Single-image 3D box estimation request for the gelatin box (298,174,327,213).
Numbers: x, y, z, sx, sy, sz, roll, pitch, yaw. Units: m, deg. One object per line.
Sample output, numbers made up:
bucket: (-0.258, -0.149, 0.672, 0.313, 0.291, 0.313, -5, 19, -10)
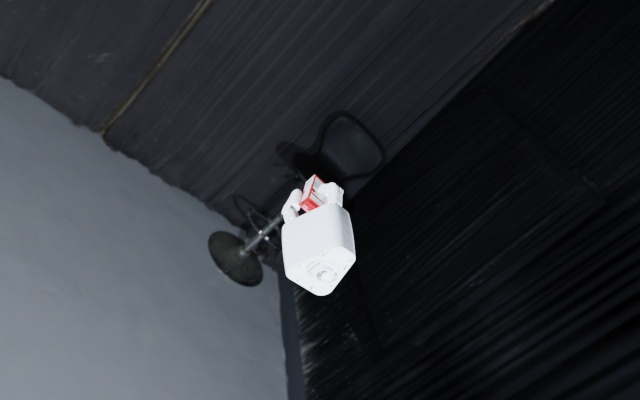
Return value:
gelatin box: (0.000, 0.002, 0.891, 0.030, 0.073, 0.089, -39, 19, 27)
